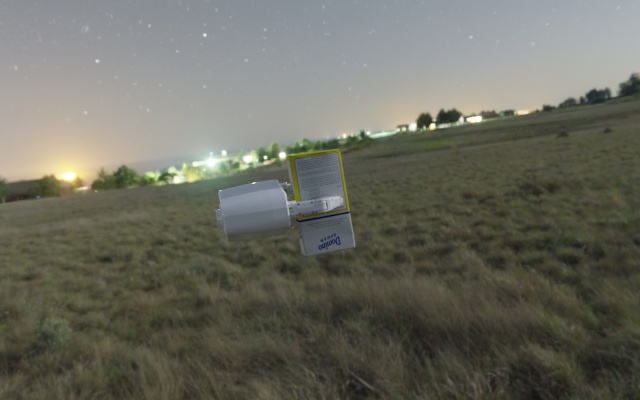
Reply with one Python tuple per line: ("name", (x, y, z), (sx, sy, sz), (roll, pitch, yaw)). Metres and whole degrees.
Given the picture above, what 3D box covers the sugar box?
("sugar box", (0.000, 0.003, 0.835), (0.093, 0.176, 0.048), (-9, 7, -12))
